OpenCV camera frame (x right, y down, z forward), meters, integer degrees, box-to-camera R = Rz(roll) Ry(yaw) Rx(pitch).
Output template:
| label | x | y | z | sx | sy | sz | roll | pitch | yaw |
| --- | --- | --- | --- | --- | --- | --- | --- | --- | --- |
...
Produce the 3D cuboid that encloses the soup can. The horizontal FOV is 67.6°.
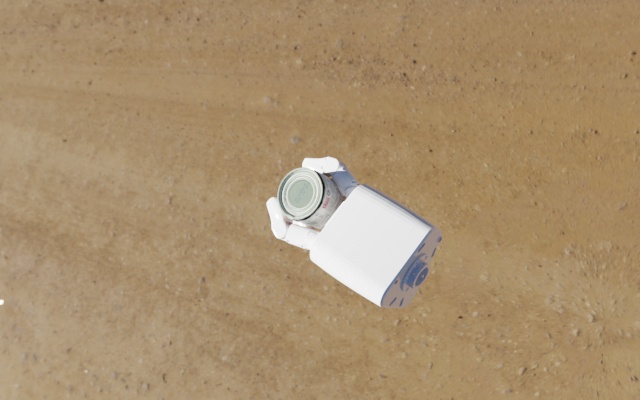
| label | x | y | z | sx | sy | sz | roll | pitch | yaw |
| --- | --- | --- | --- | --- | --- | --- | --- | --- | --- |
| soup can | 0.000 | 0.002 | 0.614 | 0.068 | 0.068 | 0.102 | 0 | -12 | 31 |
